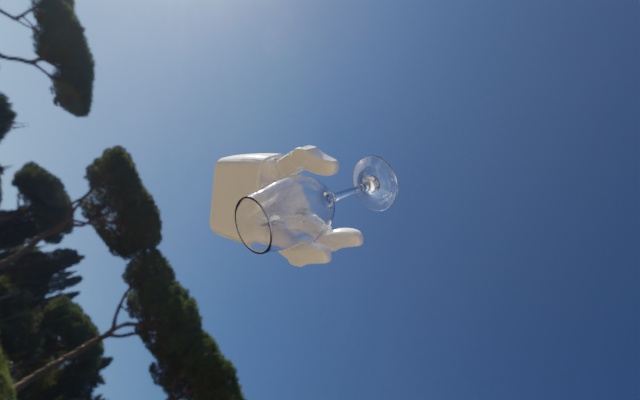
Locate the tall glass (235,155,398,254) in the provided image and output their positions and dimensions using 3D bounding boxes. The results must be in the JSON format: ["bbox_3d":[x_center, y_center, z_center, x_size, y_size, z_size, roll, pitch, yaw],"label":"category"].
[{"bbox_3d":[0.001,0.002,0.554,0.201,0.079,0.079,-19,13,-42],"label":"tall glass"}]
